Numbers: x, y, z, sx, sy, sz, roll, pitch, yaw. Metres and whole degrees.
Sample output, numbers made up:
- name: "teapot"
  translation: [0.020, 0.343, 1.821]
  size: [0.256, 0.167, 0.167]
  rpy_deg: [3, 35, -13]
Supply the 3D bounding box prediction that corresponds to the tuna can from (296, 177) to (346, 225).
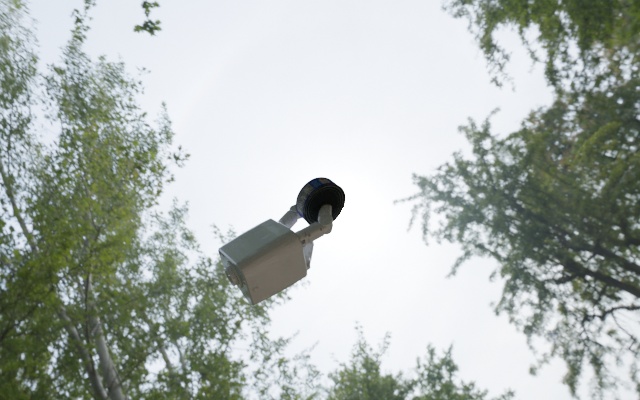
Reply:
- name: "tuna can"
  translation: [0.000, 0.002, 0.830]
  size: [0.086, 0.086, 0.033]
  rpy_deg: [0, 27, -37]
